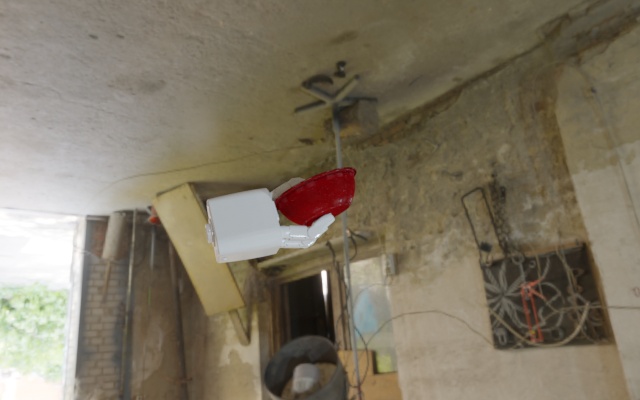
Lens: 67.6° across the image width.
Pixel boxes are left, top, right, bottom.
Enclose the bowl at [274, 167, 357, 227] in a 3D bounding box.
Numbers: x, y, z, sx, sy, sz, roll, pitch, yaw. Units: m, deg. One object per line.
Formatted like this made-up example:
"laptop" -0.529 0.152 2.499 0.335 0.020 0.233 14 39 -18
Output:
"bowl" 0.002 0.003 0.842 0.162 0.055 0.162 -23 -13 -5
